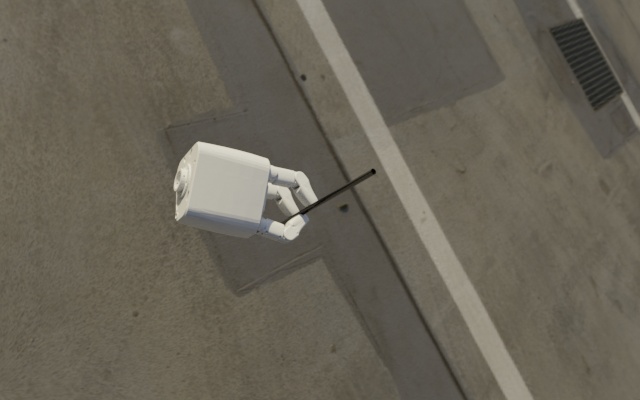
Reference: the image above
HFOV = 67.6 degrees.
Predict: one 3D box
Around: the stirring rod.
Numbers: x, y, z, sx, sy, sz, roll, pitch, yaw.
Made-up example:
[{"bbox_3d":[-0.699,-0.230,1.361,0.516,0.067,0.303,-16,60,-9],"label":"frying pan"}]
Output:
[{"bbox_3d":[0.000,0.002,0.689,0.011,0.011,0.239,0,-19,-36],"label":"stirring rod"}]
